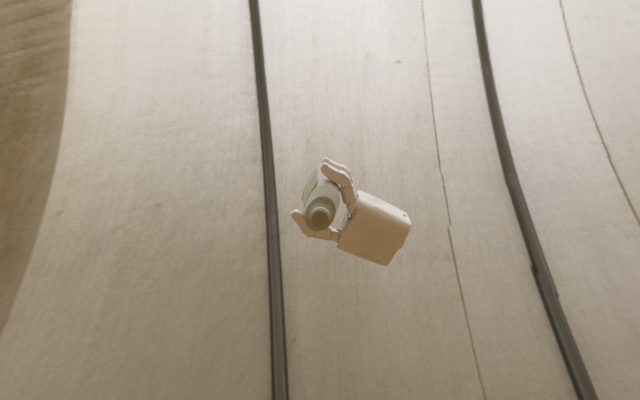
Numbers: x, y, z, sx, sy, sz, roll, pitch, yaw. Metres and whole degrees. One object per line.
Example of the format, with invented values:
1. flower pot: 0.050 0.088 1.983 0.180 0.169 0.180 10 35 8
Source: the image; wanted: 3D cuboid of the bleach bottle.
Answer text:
1. bleach bottle: 0.000 0.003 0.883 0.068 0.102 0.250 23 16 -4
